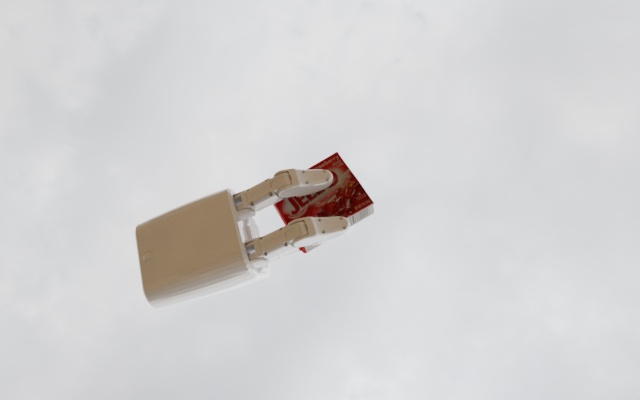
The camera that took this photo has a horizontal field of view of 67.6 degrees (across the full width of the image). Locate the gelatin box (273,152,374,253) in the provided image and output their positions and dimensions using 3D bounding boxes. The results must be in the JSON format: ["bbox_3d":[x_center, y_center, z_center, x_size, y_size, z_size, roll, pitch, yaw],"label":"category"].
[{"bbox_3d":[0.000,0.002,0.500,0.089,0.073,0.030,-30,-26,-7],"label":"gelatin box"}]
